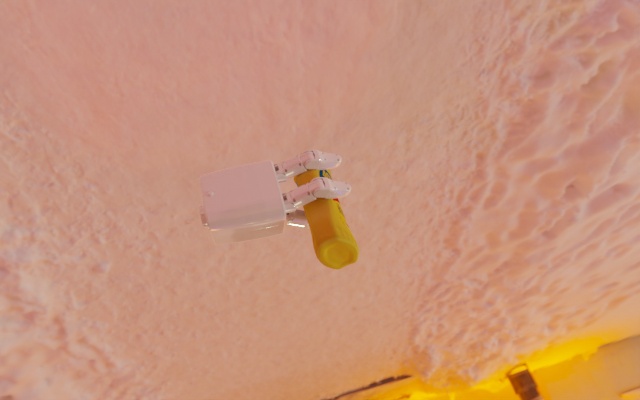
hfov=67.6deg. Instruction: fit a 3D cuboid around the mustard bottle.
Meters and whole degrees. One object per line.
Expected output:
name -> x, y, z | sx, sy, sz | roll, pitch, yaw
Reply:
mustard bottle -> 0.001, 0.002, 0.714 | 0.058, 0.191, 0.096 | -25, -34, 10
